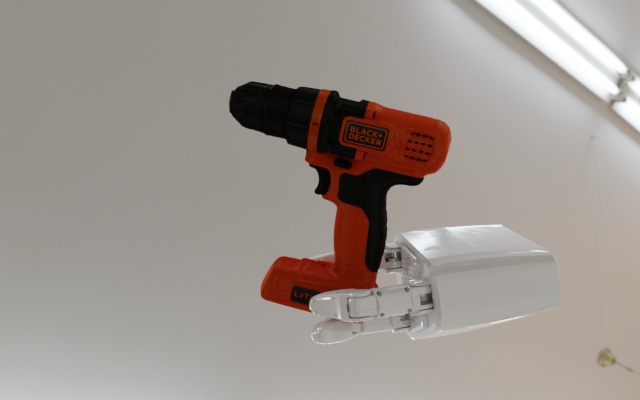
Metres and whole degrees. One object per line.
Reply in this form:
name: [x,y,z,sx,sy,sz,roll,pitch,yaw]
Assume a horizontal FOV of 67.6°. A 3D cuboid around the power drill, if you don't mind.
power drill: [0.000,0.002,0.410,0.184,0.188,0.057,14,18,7]
